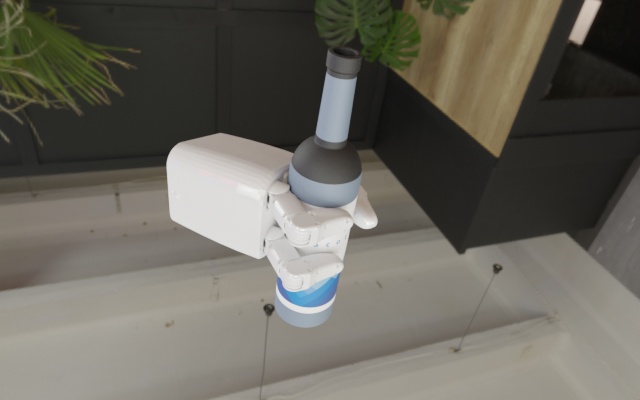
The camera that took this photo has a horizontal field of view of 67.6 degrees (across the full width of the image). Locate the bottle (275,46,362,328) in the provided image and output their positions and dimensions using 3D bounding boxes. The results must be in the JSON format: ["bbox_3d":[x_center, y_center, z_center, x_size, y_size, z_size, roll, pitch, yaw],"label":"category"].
[{"bbox_3d":[0.000,0.002,0.459,0.069,0.296,0.069,6,36,-4],"label":"bottle"}]
